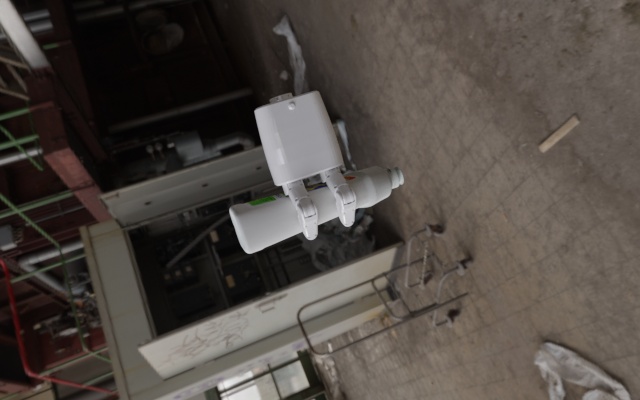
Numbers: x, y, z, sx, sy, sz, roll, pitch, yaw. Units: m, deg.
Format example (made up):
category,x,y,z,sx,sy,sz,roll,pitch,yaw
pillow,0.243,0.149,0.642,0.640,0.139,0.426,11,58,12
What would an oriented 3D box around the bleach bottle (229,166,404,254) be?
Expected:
category,x,y,z,sx,sy,sz,roll,pitch,yaw
bleach bottle,0.000,0.002,0.691,0.251,0.068,0.102,-19,8,-14
